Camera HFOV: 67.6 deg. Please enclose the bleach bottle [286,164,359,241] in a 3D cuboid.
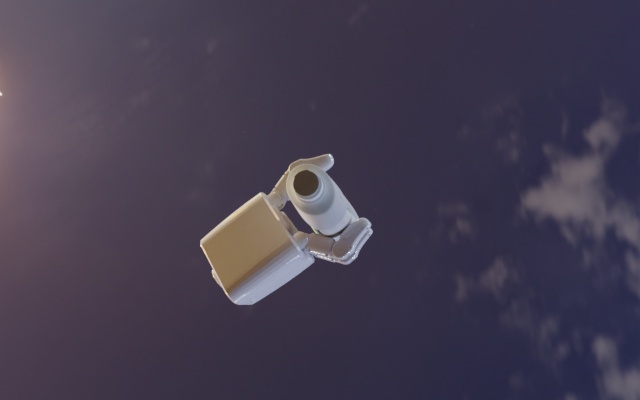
[{"bbox_3d":[0.000,0.002,0.612,0.068,0.102,0.251,-37,-15,0],"label":"bleach bottle"}]
